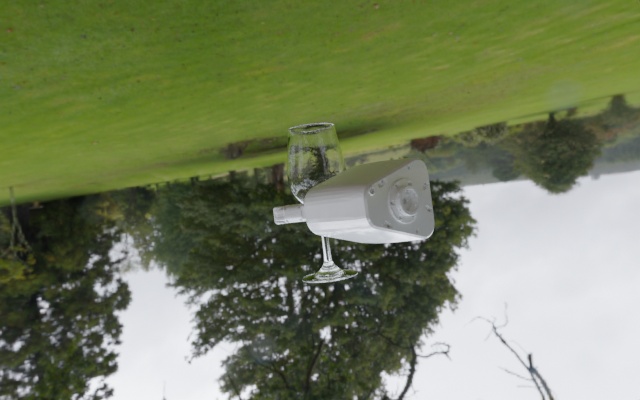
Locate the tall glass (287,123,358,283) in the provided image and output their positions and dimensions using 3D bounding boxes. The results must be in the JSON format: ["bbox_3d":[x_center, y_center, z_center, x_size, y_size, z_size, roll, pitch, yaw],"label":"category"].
[{"bbox_3d":[0.000,0.003,0.631,0.079,0.201,0.079,-8,1,0],"label":"tall glass"}]
